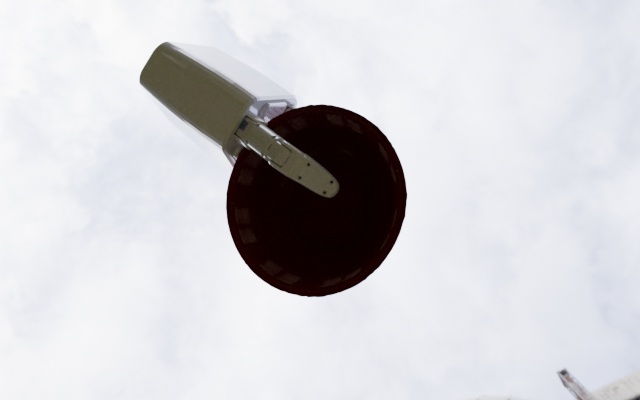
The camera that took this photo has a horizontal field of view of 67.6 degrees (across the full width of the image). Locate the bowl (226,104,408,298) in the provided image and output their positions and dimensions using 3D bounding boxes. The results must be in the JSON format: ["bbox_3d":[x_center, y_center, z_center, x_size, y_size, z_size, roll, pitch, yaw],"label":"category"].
[{"bbox_3d":[0.001,0.002,0.421,0.162,0.162,0.055,0,-7,20],"label":"bowl"}]
